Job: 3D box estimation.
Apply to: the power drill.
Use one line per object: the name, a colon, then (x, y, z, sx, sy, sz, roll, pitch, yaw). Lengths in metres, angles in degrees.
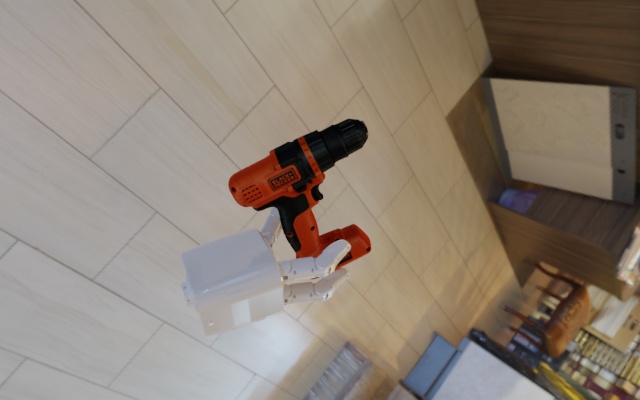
power drill: (0.000, 0.003, 0.622, 0.184, 0.188, 0.057, -25, 31, 3)
